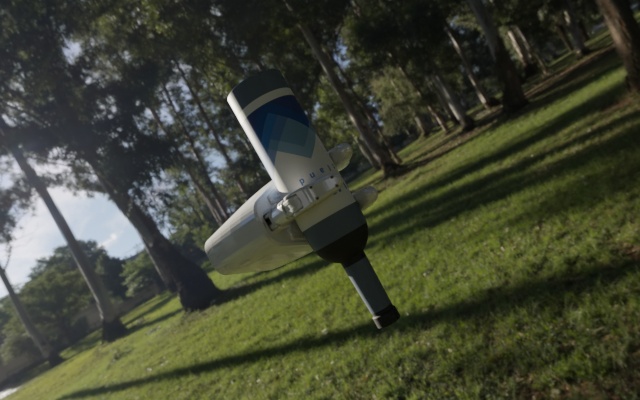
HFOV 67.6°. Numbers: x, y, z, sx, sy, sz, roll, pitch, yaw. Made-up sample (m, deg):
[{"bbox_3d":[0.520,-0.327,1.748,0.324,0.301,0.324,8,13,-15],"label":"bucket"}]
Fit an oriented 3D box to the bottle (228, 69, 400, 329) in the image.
[{"bbox_3d":[0.000,0.001,0.515,0.069,0.295,0.069,-30,-4,-2],"label":"bottle"}]
